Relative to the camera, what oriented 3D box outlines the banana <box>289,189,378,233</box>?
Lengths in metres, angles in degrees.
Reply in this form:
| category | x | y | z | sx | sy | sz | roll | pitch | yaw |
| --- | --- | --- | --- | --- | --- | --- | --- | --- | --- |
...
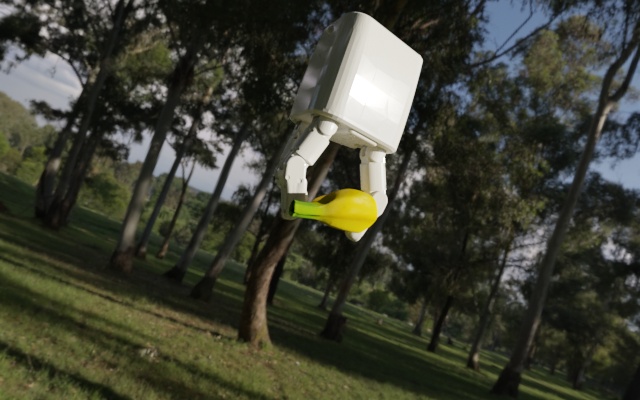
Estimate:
| category | x | y | z | sx | sy | sz | roll | pitch | yaw |
| --- | --- | --- | --- | --- | --- | --- | --- | --- | --- |
| banana | 0.018 | 0.007 | 0.444 | 0.069 | 0.037 | 0.198 | 17 | -1 | 4 |
